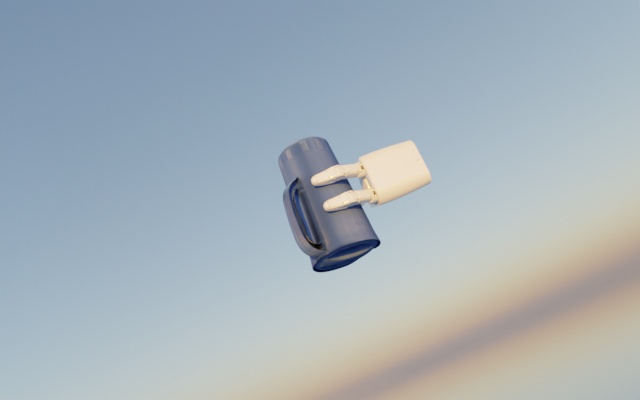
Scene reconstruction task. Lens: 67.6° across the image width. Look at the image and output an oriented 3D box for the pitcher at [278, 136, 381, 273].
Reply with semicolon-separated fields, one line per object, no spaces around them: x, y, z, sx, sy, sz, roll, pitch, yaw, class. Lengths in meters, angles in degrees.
0.000;0.003;0.895;0.145;0.242;0.149;-21;-22;-6;pitcher
